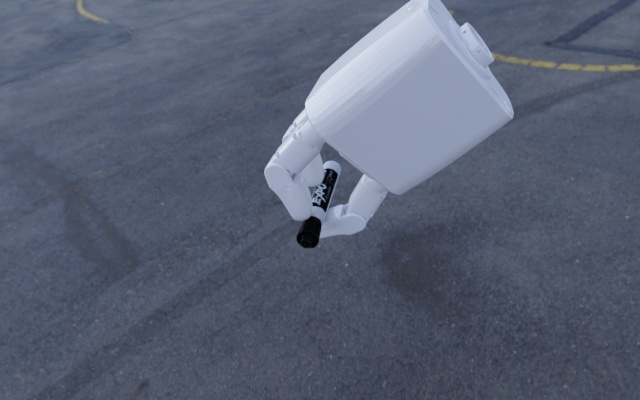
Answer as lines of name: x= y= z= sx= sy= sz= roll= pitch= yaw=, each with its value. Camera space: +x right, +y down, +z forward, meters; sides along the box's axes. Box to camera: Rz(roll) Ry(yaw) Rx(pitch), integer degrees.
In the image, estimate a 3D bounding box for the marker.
marker: x=0.000 y=0.001 z=0.432 sx=0.020 sy=0.020 sz=0.121 roll=0 pitch=34 yaw=14
